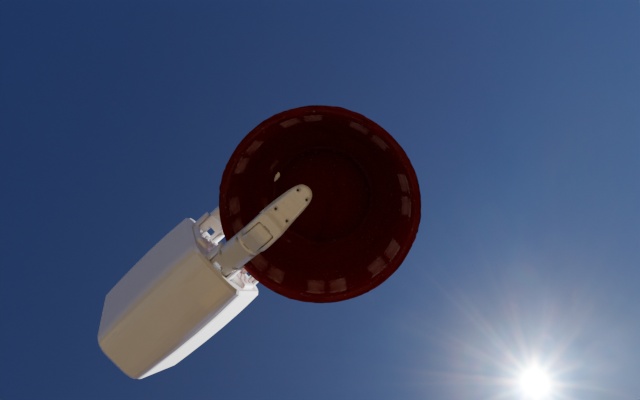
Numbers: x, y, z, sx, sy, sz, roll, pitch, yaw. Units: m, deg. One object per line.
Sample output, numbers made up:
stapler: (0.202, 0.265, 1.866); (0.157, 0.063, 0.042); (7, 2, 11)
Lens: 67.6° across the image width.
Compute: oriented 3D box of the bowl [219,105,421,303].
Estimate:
bowl: (0.001, 0.001, 0.404); (0.162, 0.162, 0.055); (0, 12, 4)
